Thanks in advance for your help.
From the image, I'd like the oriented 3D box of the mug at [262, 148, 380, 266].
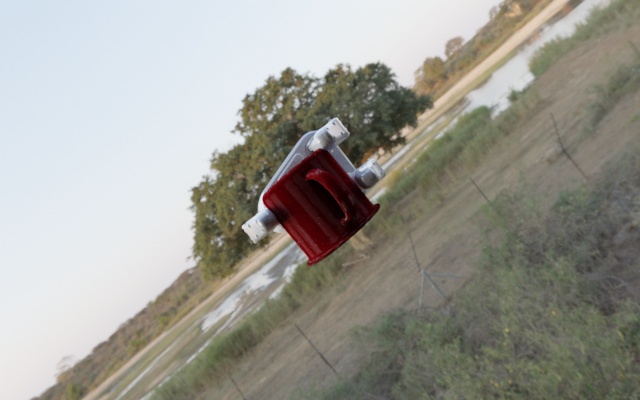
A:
[{"bbox_3d":[0.000,0.001,0.454,0.093,0.081,0.117,-40,2,-15],"label":"mug"}]
